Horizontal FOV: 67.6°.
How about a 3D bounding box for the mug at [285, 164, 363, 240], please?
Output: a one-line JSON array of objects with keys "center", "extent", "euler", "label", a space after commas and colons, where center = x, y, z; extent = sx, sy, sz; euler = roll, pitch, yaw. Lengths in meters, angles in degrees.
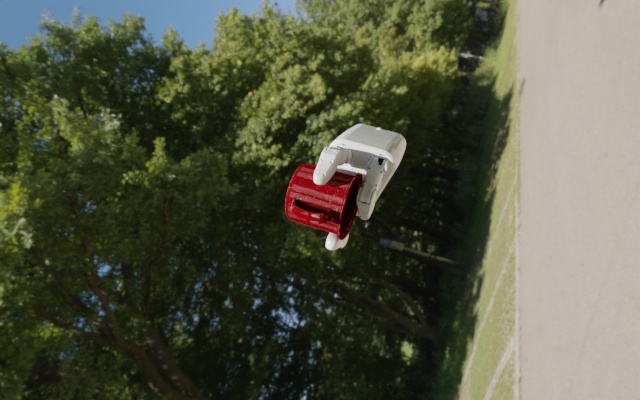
[{"center": [-0.001, 0.003, 0.633], "extent": [0.081, 0.093, 0.117], "euler": [16, 26, 16], "label": "mug"}]
